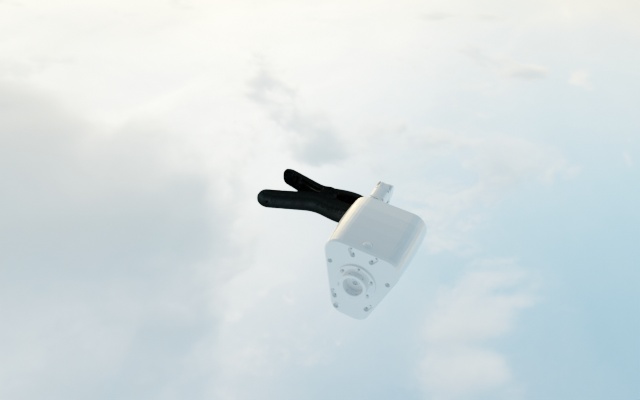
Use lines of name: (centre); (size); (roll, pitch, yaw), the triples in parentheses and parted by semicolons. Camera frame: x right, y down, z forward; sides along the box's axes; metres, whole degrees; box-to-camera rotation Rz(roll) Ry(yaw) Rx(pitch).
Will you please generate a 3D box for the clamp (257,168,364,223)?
clamp: (0.000, 0.003, 0.658); (0.171, 0.039, 0.120); (18, 29, 18)
